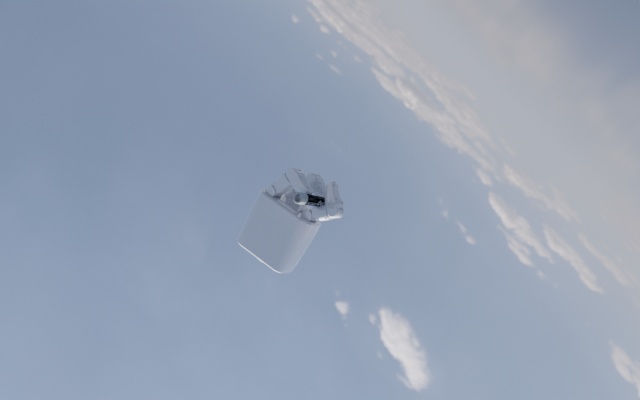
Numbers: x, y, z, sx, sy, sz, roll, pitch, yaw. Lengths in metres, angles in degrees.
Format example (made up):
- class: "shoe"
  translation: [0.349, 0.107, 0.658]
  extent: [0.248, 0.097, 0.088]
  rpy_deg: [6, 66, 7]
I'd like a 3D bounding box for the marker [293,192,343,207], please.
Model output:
- class: "marker"
  translation: [0.000, 0.003, 0.789]
  extent: [0.020, 0.020, 0.121]
  rpy_deg: [0, -6, 36]
